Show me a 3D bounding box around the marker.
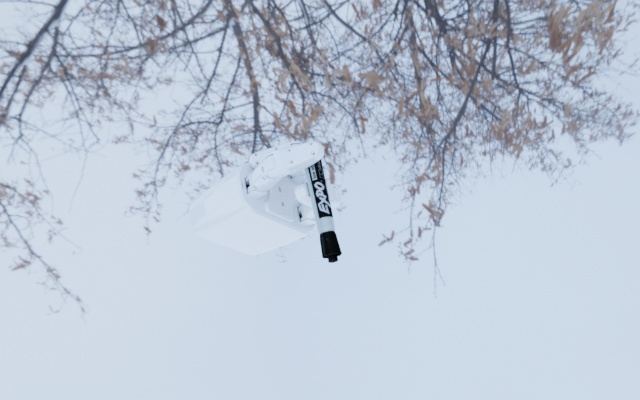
[{"bbox_3d":[0.000,0.002,0.466,0.020,0.121,0.020,-11,-19,-4],"label":"marker"}]
